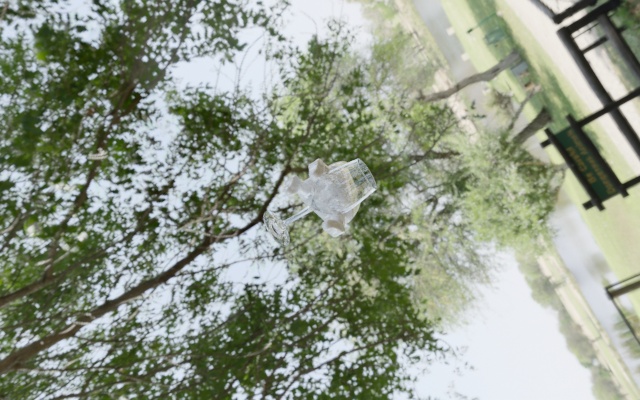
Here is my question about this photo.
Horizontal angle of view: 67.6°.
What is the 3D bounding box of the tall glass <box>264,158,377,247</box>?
[{"bbox_3d":[0.000,0.003,0.847,0.201,0.079,0.079,-31,-11,18],"label":"tall glass"}]
